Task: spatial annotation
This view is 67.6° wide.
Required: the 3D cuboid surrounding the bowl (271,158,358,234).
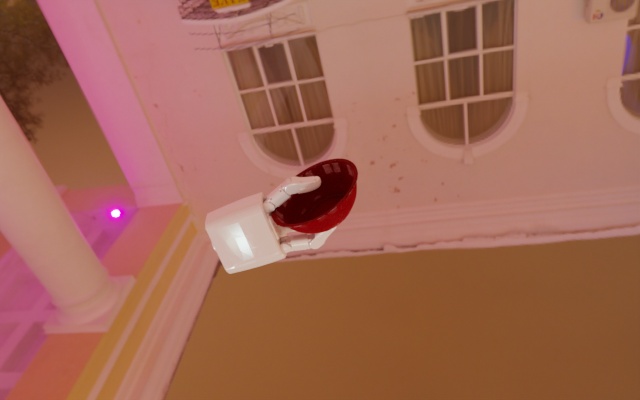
[{"bbox_3d":[0.001,0.003,0.791,0.162,0.055,0.162,-24,32,17],"label":"bowl"}]
